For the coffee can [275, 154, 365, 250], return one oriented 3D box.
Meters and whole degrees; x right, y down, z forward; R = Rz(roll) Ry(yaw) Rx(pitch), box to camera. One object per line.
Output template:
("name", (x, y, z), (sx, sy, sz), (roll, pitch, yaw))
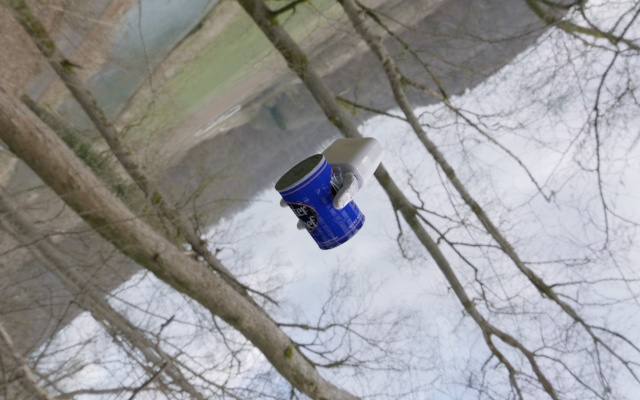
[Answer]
("coffee can", (0.000, 0.003, 0.850), (0.103, 0.140, 0.102), (-32, 18, 12))
